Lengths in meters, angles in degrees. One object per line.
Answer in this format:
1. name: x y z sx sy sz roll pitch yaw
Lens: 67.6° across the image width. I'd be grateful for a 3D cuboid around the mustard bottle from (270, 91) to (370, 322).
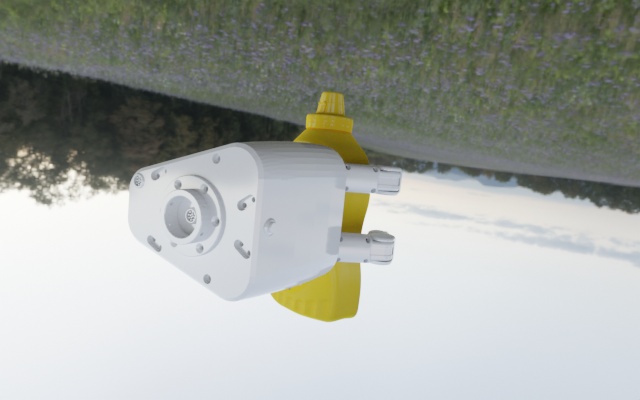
1. mustard bottle: 0.000 0.002 0.423 0.058 0.191 0.096 1 7 -39
